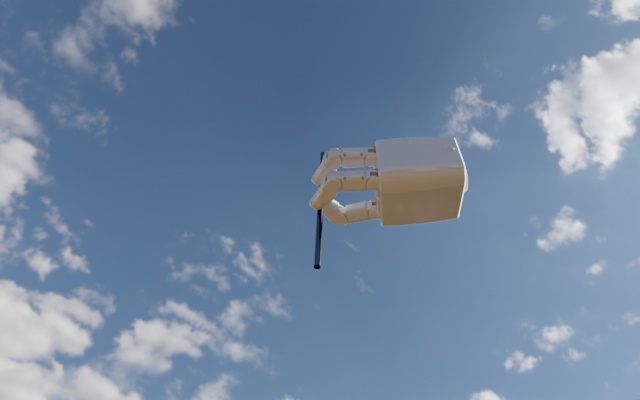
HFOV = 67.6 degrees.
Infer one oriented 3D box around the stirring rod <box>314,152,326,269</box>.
[{"bbox_3d":[0.000,0.002,0.640,0.011,0.011,0.239,0,38,2],"label":"stirring rod"}]
